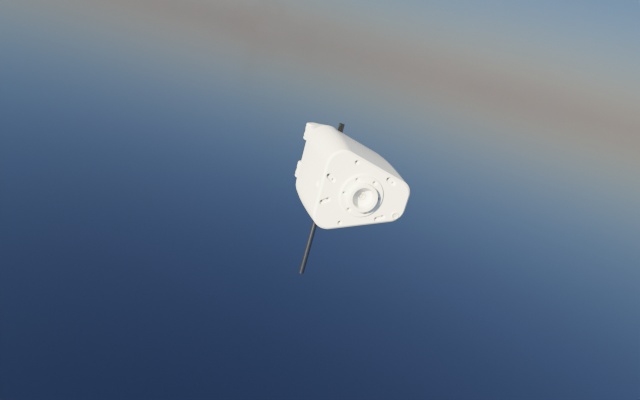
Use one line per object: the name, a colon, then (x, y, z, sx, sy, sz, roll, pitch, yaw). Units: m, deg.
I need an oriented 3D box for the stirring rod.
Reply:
stirring rod: (0.000, 0.002, 0.711, 0.011, 0.239, 0.011, 14, 18, -5)
